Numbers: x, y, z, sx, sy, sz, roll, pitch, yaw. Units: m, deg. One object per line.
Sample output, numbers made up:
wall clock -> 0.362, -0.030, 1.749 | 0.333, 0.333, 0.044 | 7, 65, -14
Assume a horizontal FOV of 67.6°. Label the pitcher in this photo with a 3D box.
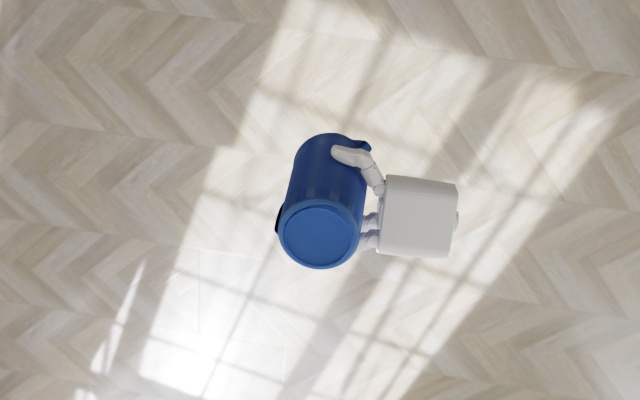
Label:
pitcher -> 0.000, 0.002, 0.722 | 0.145, 0.149, 0.242 | 8, 26, 3
